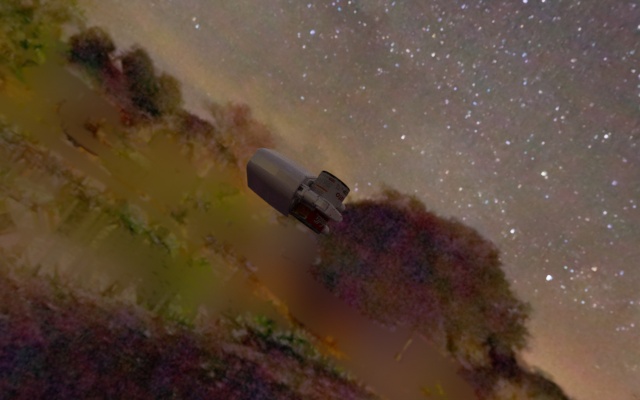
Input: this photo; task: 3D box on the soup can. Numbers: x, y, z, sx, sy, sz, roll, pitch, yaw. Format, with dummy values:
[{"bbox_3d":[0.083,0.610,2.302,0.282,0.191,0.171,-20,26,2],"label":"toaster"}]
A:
[{"bbox_3d":[0.001,0.003,0.898,0.068,0.102,0.068,36,-7,5],"label":"soup can"}]
